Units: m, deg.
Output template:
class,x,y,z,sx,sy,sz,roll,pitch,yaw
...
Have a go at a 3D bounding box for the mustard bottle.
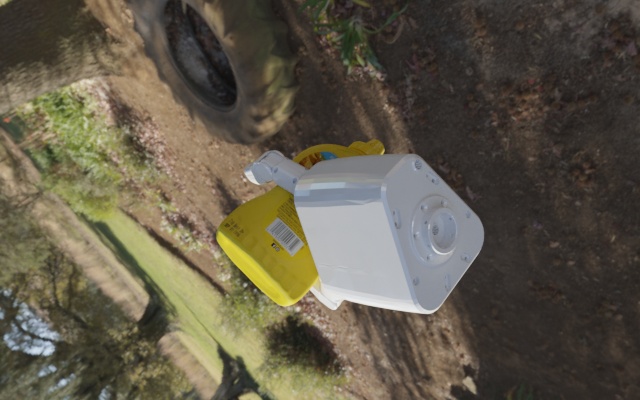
class,x,y,z,sx,sy,sz,roll,pitch,yaw
mustard bottle,0.000,0.002,0.458,0.191,0.096,0.058,-44,-1,-27
